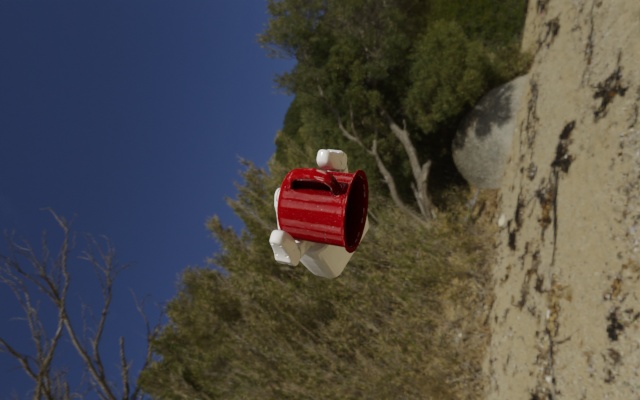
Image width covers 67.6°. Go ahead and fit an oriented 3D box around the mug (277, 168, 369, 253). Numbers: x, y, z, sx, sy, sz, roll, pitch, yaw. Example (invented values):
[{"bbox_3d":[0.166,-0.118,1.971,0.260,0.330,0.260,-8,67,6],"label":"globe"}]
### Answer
[{"bbox_3d":[0.000,0.001,0.529,0.081,0.093,0.117,7,-26,20],"label":"mug"}]
